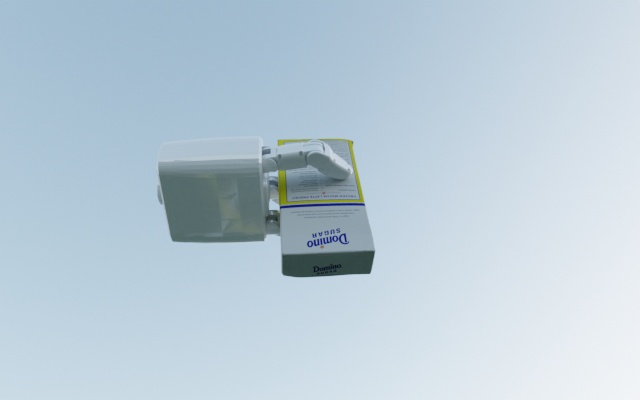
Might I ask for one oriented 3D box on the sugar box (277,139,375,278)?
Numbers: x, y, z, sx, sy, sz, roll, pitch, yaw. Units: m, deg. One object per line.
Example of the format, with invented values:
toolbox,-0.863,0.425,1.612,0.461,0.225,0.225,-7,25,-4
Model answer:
sugar box,0.000,0.002,0.527,0.093,0.176,0.048,-1,-42,-5
